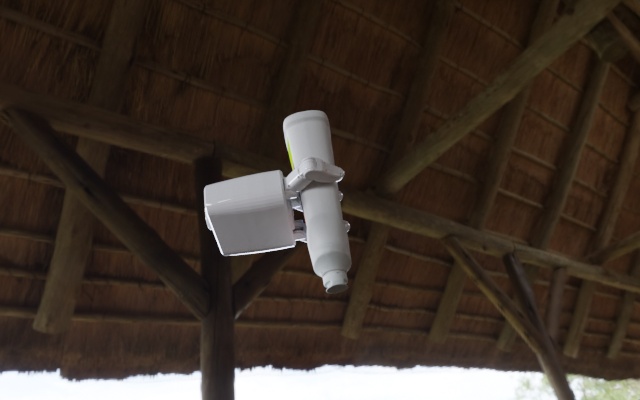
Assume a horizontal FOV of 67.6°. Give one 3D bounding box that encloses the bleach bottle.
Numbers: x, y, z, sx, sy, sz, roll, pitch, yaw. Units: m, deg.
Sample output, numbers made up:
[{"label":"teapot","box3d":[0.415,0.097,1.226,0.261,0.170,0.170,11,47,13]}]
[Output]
[{"label":"bleach bottle","box3d":[0.000,0.002,0.657,0.068,0.250,0.103,-10,-32,-1]}]
